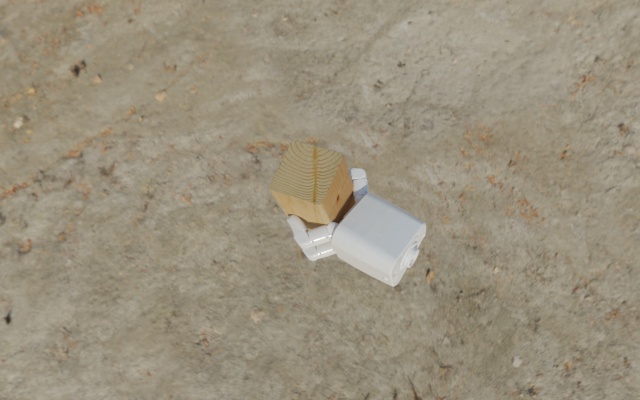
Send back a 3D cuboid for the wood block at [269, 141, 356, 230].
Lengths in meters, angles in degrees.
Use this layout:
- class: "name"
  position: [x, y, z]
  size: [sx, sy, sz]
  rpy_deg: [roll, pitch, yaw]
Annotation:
- class: "wood block"
  position: [0.001, 0.002, 0.788]
  size: [0.090, 0.090, 0.206]
  rpy_deg: [17, -21, 20]
